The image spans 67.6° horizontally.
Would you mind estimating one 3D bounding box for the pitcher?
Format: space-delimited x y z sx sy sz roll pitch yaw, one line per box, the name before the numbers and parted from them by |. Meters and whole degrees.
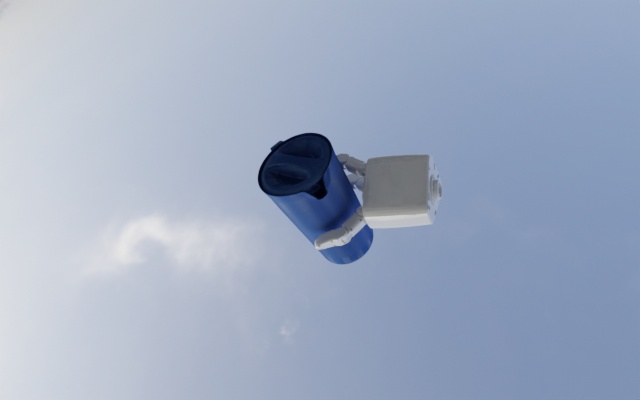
pitcher | 0.000 0.003 0.842 0.145 0.149 0.243 -6 -39 26
